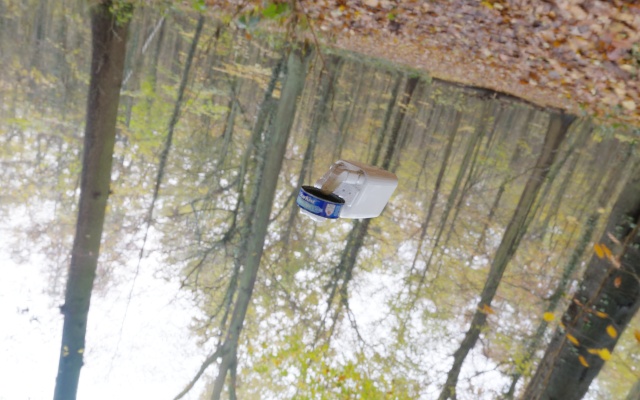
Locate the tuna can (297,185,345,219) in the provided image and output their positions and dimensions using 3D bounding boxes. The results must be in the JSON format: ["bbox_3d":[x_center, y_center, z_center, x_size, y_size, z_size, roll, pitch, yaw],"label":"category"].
[{"bbox_3d":[0.000,0.003,0.878,0.086,0.034,0.086,19,12,-4],"label":"tuna can"}]
